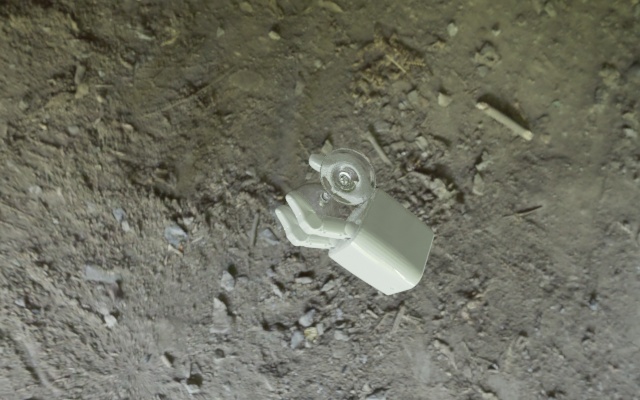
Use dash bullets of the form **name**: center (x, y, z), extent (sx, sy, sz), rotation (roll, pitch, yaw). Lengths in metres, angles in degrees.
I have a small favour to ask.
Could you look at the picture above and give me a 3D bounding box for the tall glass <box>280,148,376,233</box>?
- **tall glass**: center (0.000, 0.002, 0.666), extent (0.079, 0.079, 0.201), rotation (0, -18, -21)
